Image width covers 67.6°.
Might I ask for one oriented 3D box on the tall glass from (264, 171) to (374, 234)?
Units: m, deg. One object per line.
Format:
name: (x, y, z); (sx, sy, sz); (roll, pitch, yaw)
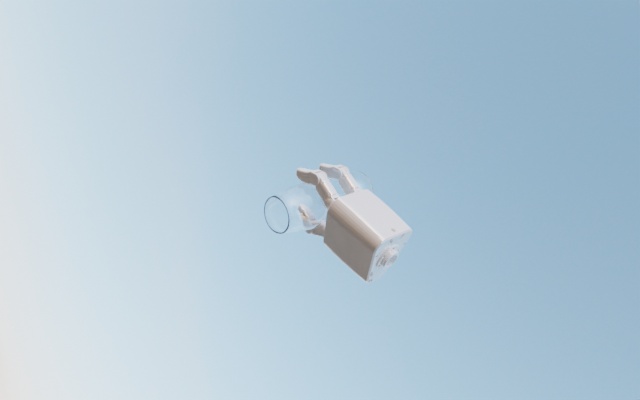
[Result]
tall glass: (0.000, 0.003, 0.820); (0.201, 0.079, 0.079); (-16, 11, -42)
